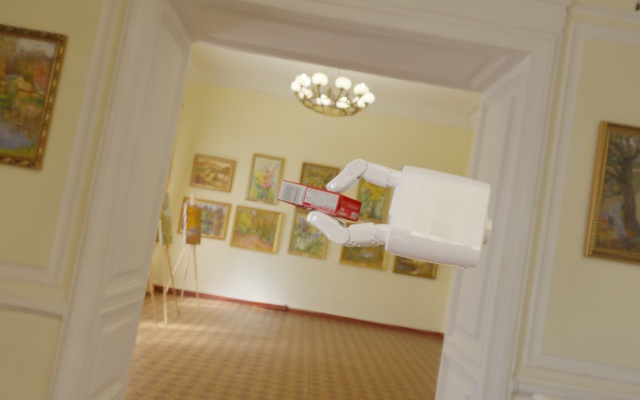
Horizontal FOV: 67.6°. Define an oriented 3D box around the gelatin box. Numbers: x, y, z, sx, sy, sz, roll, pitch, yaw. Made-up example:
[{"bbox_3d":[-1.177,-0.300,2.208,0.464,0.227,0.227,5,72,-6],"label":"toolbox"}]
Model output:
[{"bbox_3d":[0.000,0.002,0.623,0.089,0.030,0.073,14,-3,26],"label":"gelatin box"}]
